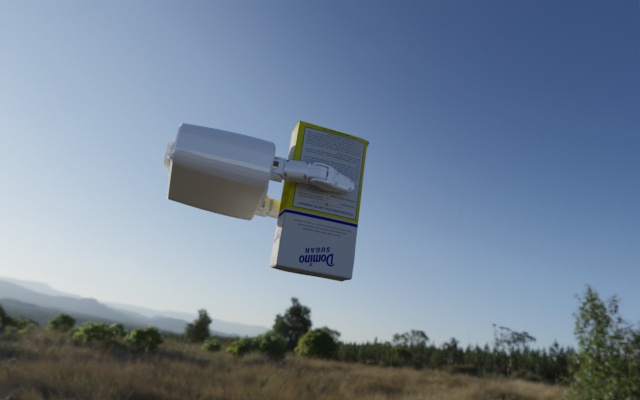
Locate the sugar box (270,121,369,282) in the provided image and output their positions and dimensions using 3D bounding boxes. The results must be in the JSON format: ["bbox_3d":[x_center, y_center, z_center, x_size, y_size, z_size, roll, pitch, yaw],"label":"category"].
[{"bbox_3d":[0.000,0.002,0.573,0.093,0.176,0.048,13,-15,-15],"label":"sugar box"}]
